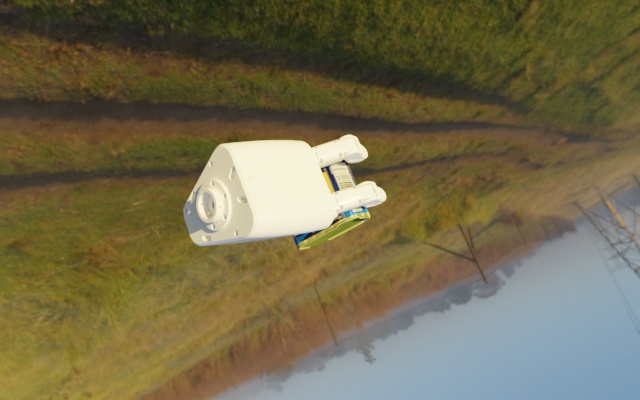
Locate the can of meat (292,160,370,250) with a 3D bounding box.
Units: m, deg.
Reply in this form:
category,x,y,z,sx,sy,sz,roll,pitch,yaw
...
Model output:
category,x,y,z,sx,sy,sz,roll,pitch,yaw
can of meat,0.000,0.002,0.567,0.102,0.084,0.057,-32,-16,36
